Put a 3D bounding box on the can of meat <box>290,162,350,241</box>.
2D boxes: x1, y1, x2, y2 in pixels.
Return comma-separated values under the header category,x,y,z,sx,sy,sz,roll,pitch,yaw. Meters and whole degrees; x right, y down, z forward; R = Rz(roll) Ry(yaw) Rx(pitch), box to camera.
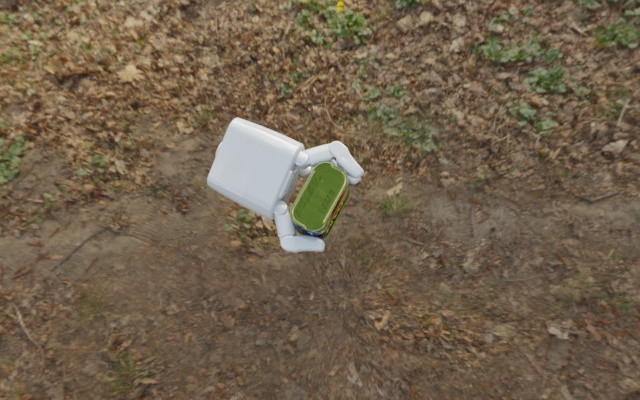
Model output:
category,x,y,z,sx,sy,sz,roll,pitch,yaw
can of meat,0.000,0.002,0.673,0.057,0.102,0.084,27,-9,8
